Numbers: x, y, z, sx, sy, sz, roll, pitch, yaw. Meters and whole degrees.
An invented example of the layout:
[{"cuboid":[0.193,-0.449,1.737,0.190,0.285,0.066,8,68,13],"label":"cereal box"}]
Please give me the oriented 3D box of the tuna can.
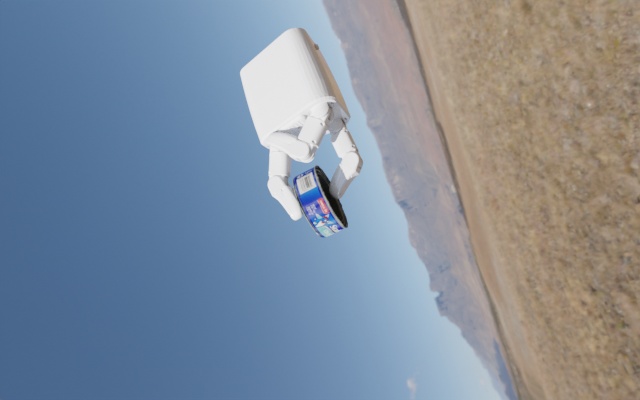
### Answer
[{"cuboid":[0.000,0.002,0.589,0.034,0.086,0.086,-26,-5,10],"label":"tuna can"}]
